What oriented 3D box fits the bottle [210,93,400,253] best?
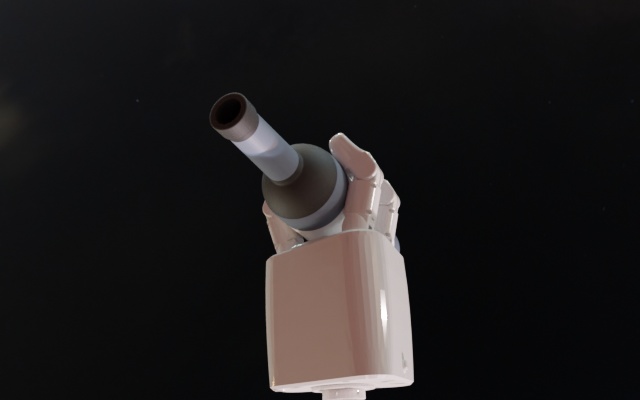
[{"bbox_3d":[0.000,0.001,0.417,0.069,0.069,0.296,0,-23,25],"label":"bottle"}]
